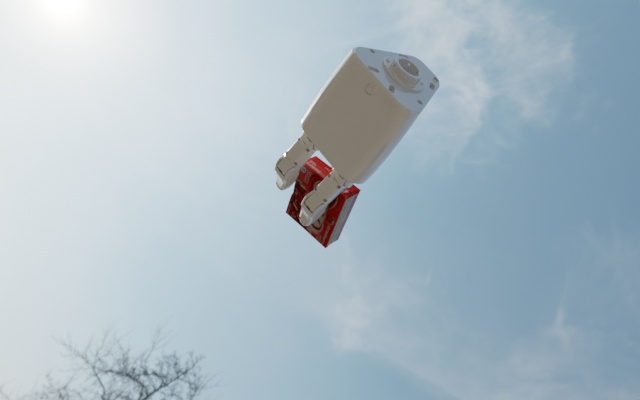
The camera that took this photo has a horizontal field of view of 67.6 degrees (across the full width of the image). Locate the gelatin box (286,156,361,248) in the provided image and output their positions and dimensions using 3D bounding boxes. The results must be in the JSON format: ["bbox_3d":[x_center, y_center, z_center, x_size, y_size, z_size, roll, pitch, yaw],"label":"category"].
[{"bbox_3d":[0.000,0.002,0.579,0.073,0.089,0.030,40,44,21],"label":"gelatin box"}]
